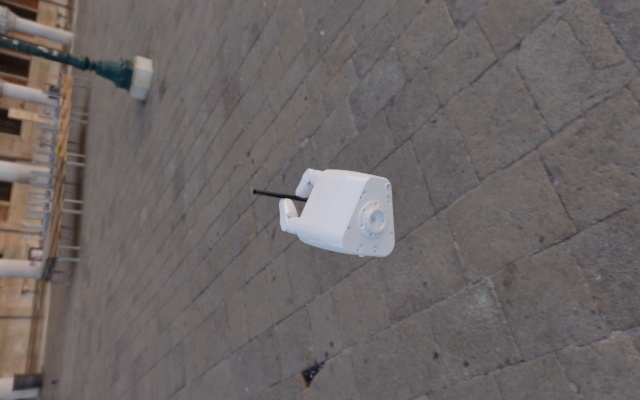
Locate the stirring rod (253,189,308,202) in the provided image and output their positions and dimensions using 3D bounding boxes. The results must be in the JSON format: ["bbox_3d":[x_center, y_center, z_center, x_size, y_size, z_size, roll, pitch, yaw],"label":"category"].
[{"bbox_3d":[0.000,0.003,0.782,0.239,0.011,0.011,9,-5,-33],"label":"stirring rod"}]
